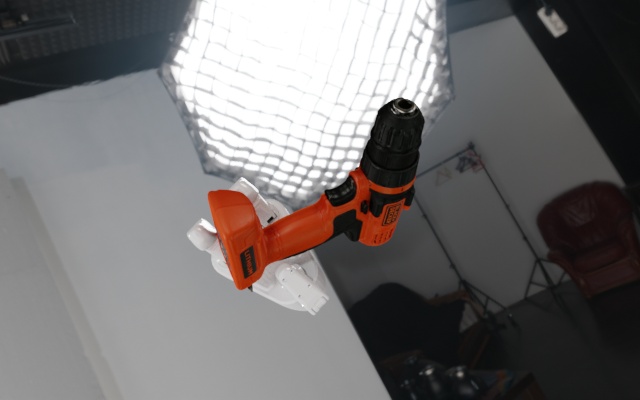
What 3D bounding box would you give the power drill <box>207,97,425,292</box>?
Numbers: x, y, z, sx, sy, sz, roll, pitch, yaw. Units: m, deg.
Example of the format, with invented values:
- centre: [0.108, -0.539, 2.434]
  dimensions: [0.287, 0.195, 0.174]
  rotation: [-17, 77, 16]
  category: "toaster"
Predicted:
- centre: [0.000, 0.002, 0.426]
  dimensions: [0.187, 0.057, 0.185]
  rotation: [-18, -36, -16]
  category: "power drill"
